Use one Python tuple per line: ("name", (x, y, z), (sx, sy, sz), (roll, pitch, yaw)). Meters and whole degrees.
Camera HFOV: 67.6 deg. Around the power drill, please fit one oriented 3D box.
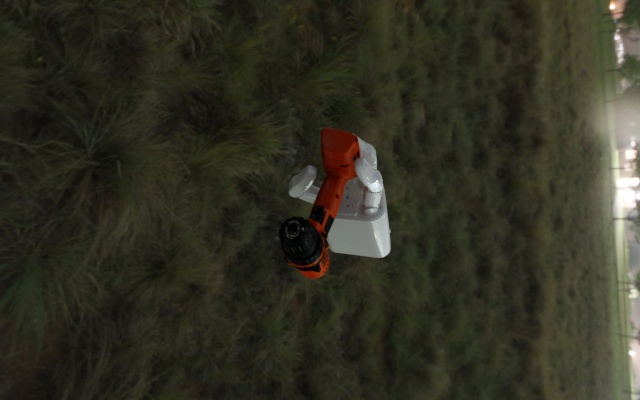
("power drill", (0.000, 0.002, 0.635), (0.057, 0.187, 0.184), (17, -18, 11))
